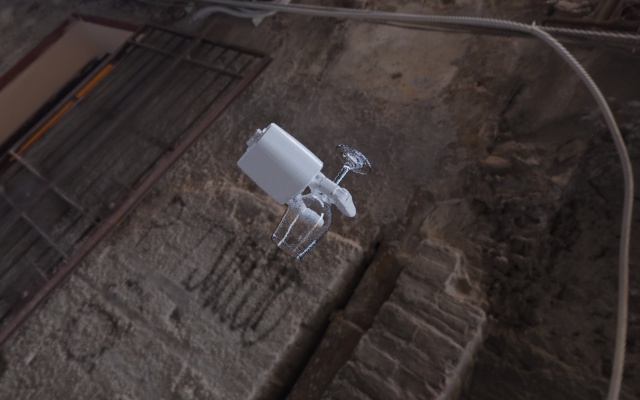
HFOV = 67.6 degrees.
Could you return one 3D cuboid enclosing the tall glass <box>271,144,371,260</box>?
[{"bbox_3d":[0.001,0.002,0.806,0.079,0.201,0.079,33,-19,13],"label":"tall glass"}]
